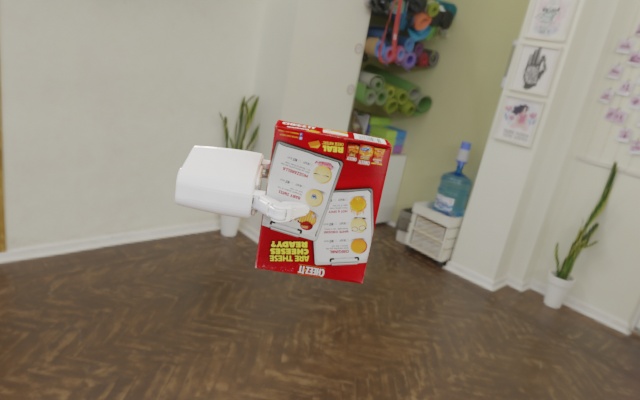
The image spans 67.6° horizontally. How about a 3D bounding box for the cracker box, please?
[{"bbox_3d":[0.000,0.002,0.702,0.164,0.214,0.072,9,18,-3],"label":"cracker box"}]
